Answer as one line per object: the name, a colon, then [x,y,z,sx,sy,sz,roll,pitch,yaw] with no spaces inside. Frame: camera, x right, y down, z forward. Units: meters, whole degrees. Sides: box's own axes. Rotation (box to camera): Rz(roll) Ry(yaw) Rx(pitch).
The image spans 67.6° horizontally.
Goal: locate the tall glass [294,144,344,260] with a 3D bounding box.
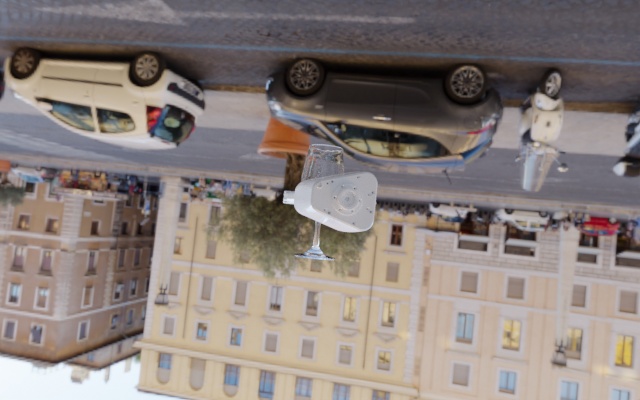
tall glass: [0.000,0.003,0.860,0.079,0.201,0.079,6,-3,0]
